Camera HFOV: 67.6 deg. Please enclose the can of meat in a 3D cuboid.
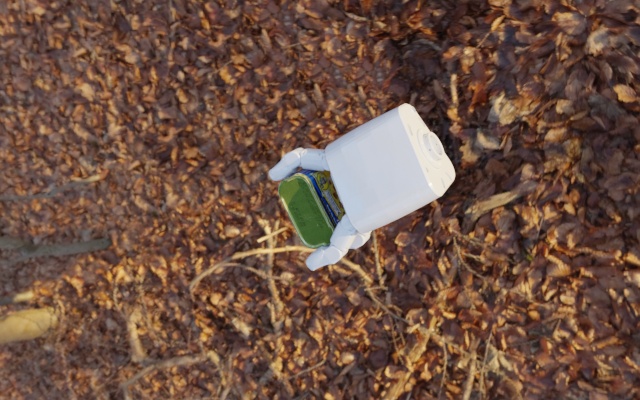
[{"bbox_3d":[0.000,0.002,0.617,0.057,0.102,0.084,-23,7,33],"label":"can of meat"}]
